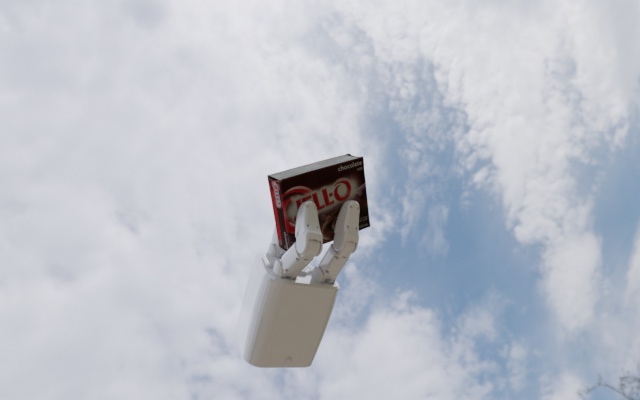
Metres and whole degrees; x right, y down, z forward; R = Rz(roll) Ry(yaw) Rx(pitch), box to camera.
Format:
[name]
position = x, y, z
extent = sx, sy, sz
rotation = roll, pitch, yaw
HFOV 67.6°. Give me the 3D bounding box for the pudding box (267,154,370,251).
[pudding box]
position = 0.000, 0.002, 0.555
extent = 0.113, 0.090, 0.039
rotation = -19, 24, -28
